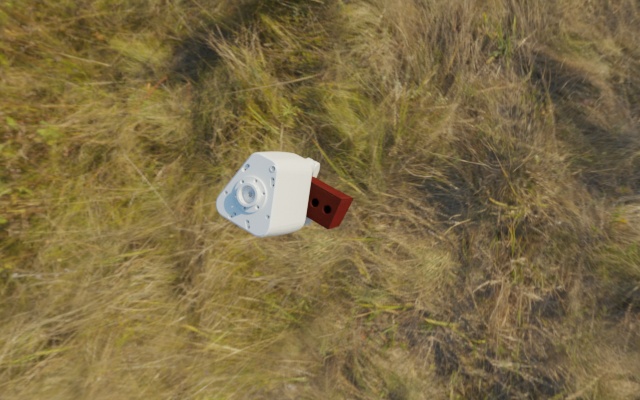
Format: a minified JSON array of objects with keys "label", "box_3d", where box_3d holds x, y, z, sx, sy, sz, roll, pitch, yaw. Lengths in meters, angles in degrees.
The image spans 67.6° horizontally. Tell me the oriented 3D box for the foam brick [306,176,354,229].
[{"label":"foam brick","box_3d":[0.000,0.002,0.737,0.078,0.053,0.051,29,13,18]}]
